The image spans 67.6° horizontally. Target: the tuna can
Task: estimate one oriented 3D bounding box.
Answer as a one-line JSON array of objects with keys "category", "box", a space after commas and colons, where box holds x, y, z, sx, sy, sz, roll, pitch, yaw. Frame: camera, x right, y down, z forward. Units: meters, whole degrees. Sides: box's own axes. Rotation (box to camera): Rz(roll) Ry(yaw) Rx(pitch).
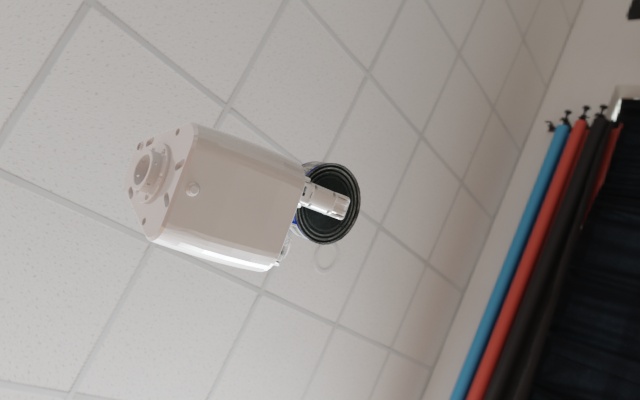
[{"category": "tuna can", "box": [0.000, 0.002, 0.506, 0.086, 0.086, 0.033, 0, 9, -38]}]
